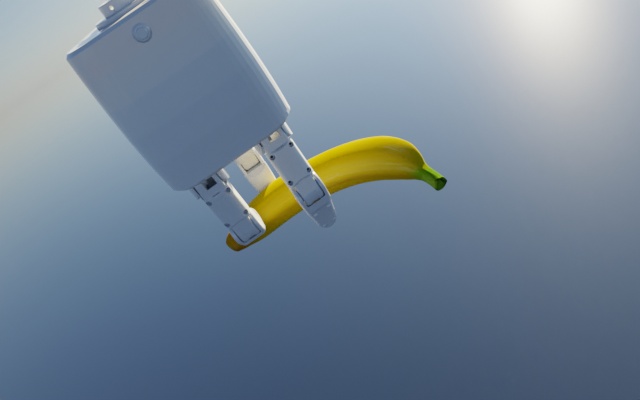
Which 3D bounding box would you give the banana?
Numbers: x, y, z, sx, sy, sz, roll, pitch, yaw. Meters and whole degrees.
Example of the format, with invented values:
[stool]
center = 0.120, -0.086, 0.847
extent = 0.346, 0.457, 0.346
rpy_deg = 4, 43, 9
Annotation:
[banana]
center = 0.003, -0.012, 0.414
extent = 0.198, 0.069, 0.037
rpy_deg = -19, -51, 18
